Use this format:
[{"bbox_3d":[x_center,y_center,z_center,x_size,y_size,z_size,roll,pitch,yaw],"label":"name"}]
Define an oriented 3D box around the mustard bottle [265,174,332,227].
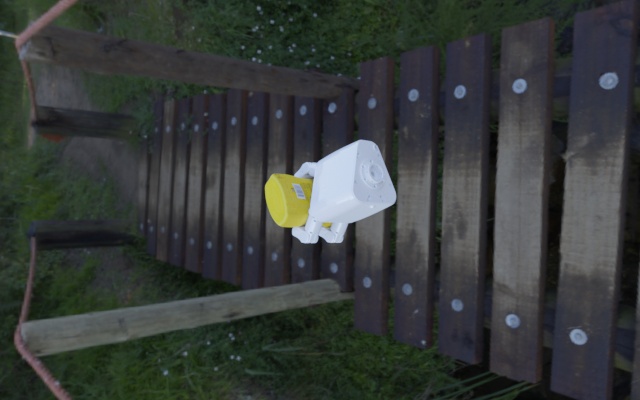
[{"bbox_3d":[0.000,0.003,0.857,0.191,0.096,0.058,3,-42,-36],"label":"mustard bottle"}]
